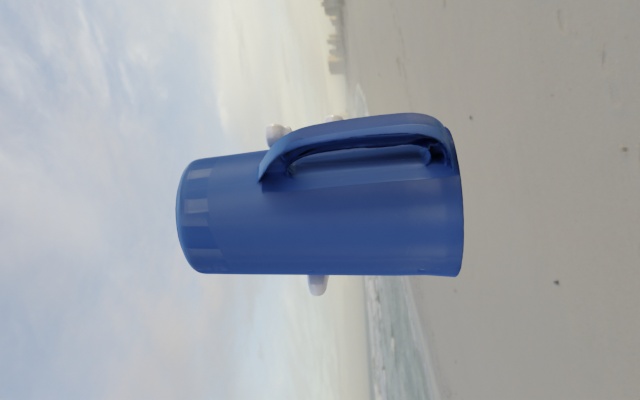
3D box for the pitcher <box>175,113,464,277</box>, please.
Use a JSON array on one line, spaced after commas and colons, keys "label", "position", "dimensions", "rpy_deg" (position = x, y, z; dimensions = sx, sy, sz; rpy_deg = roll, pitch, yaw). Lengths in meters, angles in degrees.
[{"label": "pitcher", "position": [0.000, 0.001, 0.428], "dimensions": [0.243, 0.149, 0.145], "rpy_deg": [-4, 11, 5]}]
